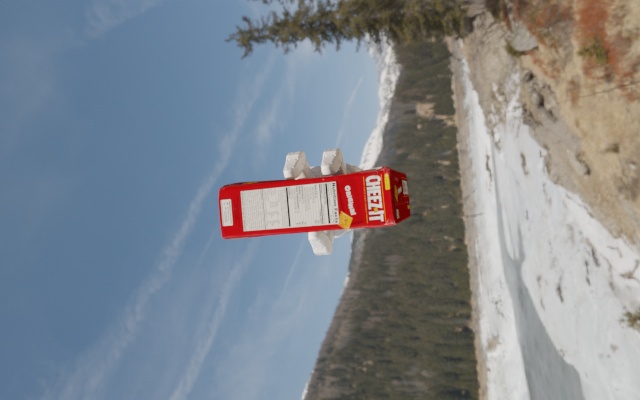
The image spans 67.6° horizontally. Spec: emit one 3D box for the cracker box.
[{"bbox_3d":[0.000,0.002,0.622,0.214,0.072,0.164,-6,0,16],"label":"cracker box"}]
